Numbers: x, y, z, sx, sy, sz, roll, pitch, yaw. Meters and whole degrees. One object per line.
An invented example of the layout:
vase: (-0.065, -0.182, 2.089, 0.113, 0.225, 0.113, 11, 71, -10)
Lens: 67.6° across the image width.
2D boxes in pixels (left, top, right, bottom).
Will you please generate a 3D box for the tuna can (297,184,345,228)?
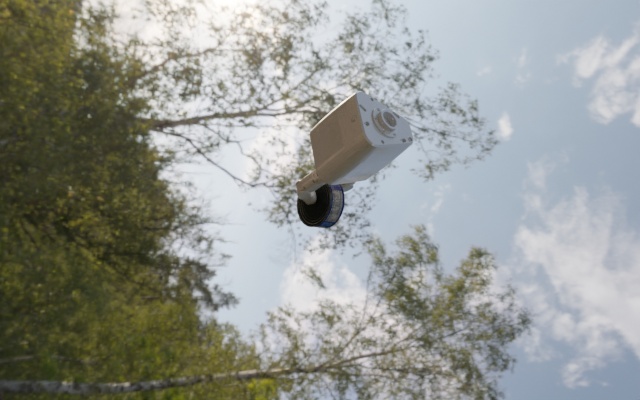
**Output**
tuna can: (0.001, 0.003, 0.787, 0.034, 0.086, 0.086, 9, -6, -40)
